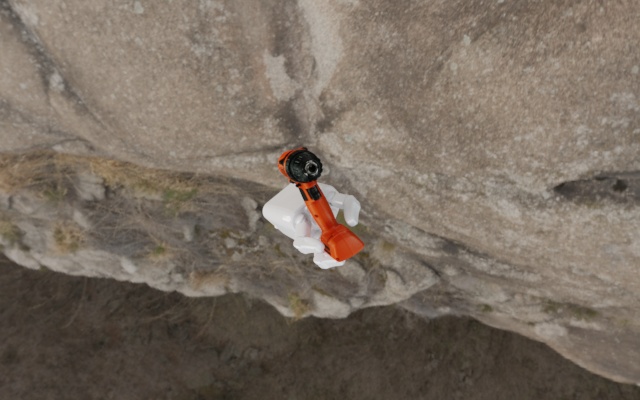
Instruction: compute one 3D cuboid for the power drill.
[{"bbox_3d":[0.000,0.003,0.759,0.057,0.188,0.184,-29,13,-7],"label":"power drill"}]
